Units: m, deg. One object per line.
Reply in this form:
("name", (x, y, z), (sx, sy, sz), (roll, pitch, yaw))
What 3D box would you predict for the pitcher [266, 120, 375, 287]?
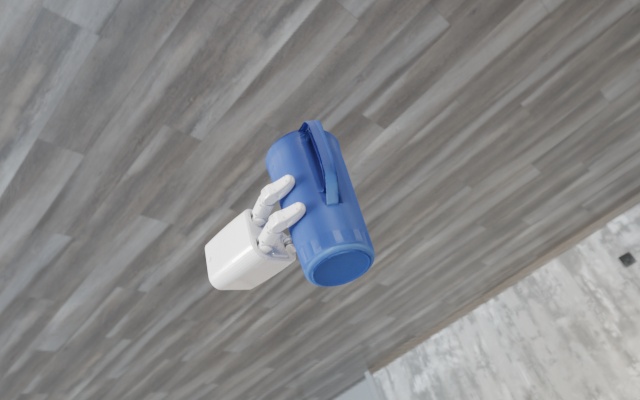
("pitcher", (0.000, 0.003, 0.753), (0.145, 0.242, 0.149), (-35, -40, 19))
